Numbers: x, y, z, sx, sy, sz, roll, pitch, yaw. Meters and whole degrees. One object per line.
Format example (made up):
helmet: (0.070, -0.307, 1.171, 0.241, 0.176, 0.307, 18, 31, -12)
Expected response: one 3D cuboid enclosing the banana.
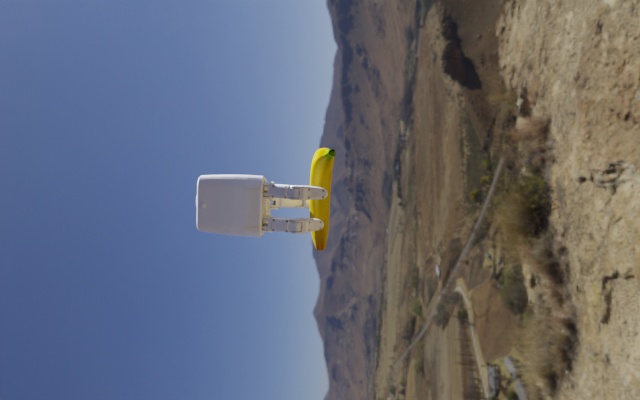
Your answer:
banana: (0.000, -0.010, 0.803, 0.037, 0.198, 0.069, 2, 32, -2)
